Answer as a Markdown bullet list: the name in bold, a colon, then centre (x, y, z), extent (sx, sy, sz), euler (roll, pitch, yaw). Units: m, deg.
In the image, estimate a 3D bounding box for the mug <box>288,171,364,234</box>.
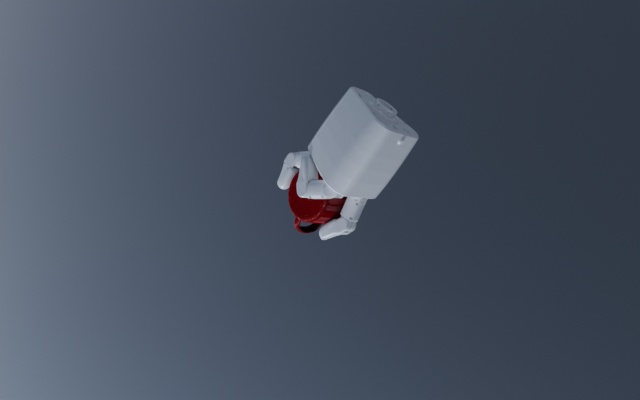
- **mug**: centre (-0.001, 0.003, 0.715), extent (0.081, 0.117, 0.093), euler (6, 38, -48)
